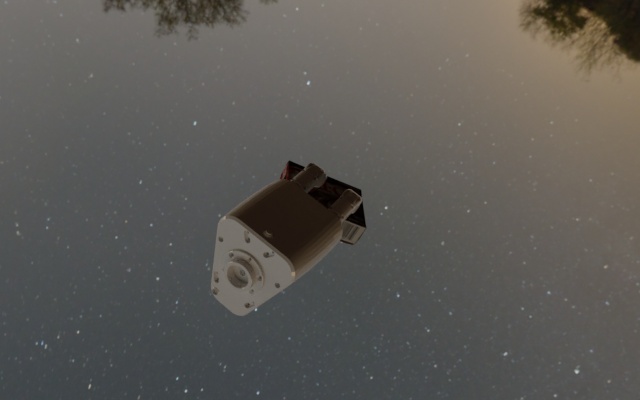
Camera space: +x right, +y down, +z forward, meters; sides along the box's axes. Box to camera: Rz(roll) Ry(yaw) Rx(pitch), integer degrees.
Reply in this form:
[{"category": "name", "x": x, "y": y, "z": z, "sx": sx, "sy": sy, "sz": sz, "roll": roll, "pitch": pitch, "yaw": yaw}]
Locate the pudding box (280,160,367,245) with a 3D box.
[{"category": "pudding box", "x": 0.000, "y": 0.002, "z": 0.619, "sx": 0.113, "sy": 0.039, "sz": 0.090, "roll": 23, "pitch": 31, "yaw": -15}]
